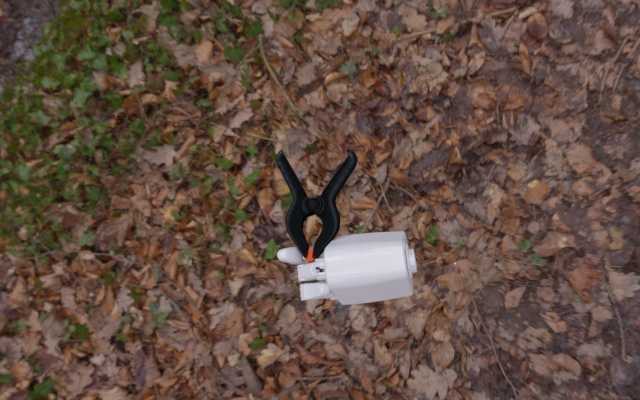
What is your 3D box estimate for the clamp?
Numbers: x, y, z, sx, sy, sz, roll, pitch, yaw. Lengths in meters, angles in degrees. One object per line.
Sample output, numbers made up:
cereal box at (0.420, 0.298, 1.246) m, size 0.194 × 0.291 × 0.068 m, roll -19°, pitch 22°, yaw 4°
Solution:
clamp at (0.000, 0.002, 0.695) m, size 0.120 × 0.171 × 0.039 m, roll -8°, pitch -9°, yaw 10°
